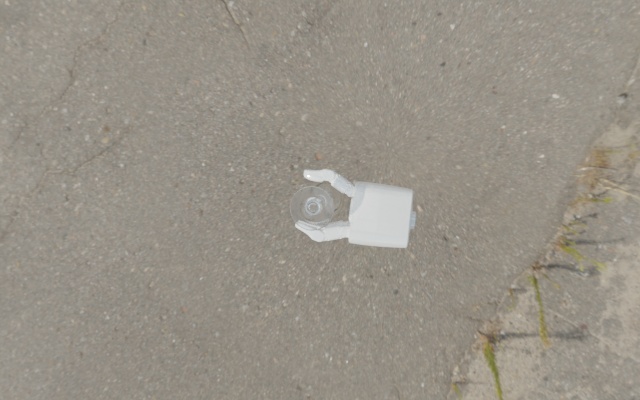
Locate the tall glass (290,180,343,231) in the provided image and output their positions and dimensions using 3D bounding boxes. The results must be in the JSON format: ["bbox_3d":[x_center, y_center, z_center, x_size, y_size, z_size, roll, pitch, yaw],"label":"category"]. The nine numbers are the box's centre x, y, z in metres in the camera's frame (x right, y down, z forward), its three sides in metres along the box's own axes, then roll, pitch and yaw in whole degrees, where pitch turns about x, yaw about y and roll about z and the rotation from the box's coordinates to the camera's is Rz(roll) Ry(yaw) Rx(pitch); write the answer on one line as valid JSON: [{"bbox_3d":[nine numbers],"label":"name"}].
[{"bbox_3d":[0.000,0.003,0.887,0.079,0.079,0.201,0,6,8],"label":"tall glass"}]
